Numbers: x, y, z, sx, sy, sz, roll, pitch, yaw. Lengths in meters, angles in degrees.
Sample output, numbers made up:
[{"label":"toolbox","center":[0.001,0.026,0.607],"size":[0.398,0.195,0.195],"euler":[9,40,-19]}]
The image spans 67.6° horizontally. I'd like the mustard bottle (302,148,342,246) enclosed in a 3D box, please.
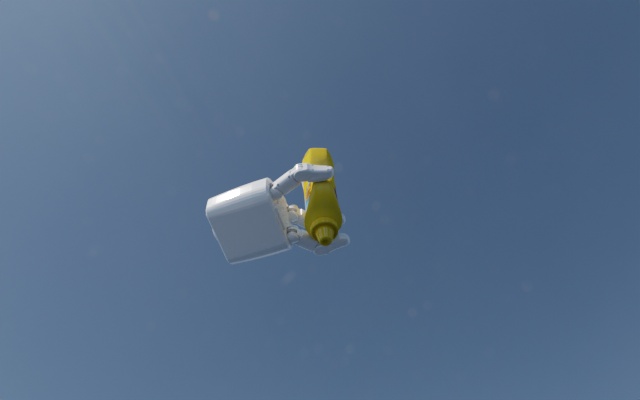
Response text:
[{"label":"mustard bottle","center":[0.000,0.002,0.757],"size":[0.058,0.096,0.191],"euler":[1,36,-5]}]
